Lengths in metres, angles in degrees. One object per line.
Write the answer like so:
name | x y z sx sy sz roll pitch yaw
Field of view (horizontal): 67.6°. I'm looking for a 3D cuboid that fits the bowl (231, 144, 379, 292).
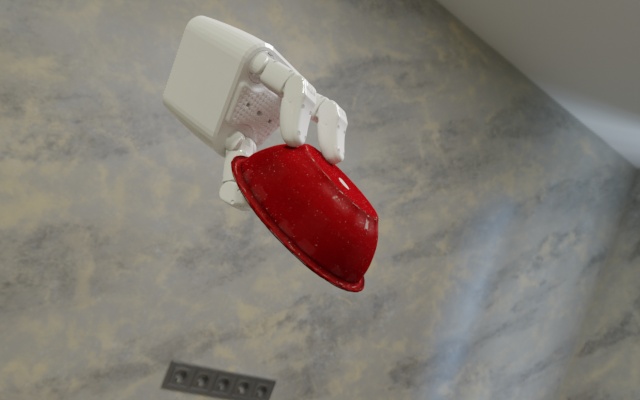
bowl | 0.001 0.002 0.419 0.055 0.162 0.162 -44 -11 11
